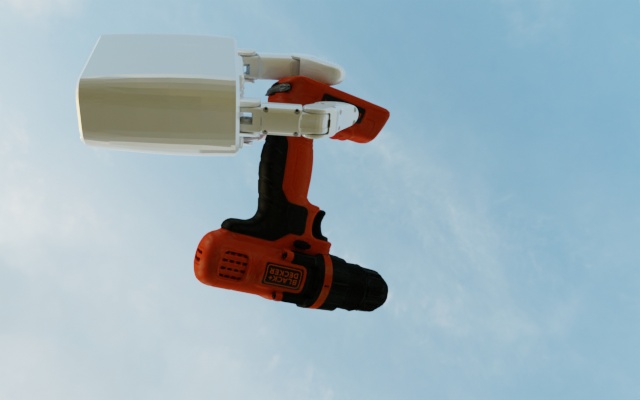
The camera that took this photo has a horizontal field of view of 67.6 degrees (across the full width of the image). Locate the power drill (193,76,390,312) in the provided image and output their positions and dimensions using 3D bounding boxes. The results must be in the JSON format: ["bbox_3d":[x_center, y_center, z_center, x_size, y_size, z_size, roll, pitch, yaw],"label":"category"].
[{"bbox_3d":[0.000,0.001,0.418,0.184,0.187,0.057,16,-3,-28],"label":"power drill"}]
